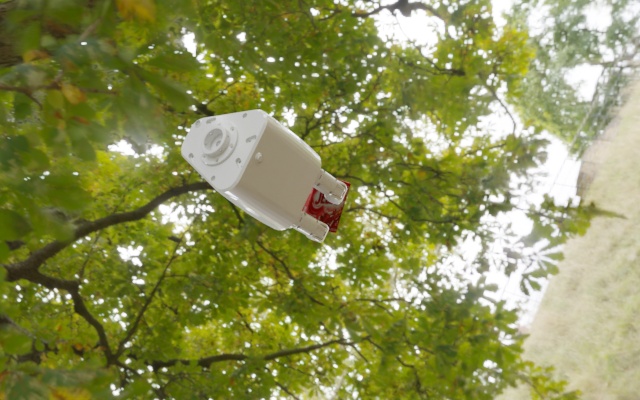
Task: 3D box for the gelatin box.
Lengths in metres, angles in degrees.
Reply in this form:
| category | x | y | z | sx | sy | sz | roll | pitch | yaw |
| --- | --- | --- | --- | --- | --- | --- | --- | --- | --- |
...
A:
| category | x | y | z | sx | sy | sz | roll | pitch | yaw |
| --- | --- | --- | --- | --- | --- | --- | --- | --- | --- |
| gelatin box | 0.000 | 0.002 | 0.638 | 0.030 | 0.073 | 0.089 | 17 | 1 | 32 |
